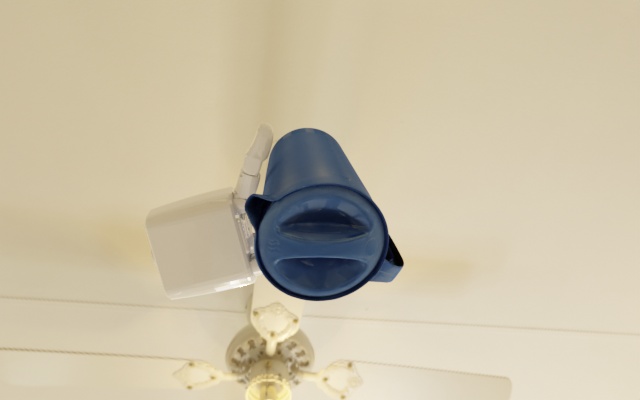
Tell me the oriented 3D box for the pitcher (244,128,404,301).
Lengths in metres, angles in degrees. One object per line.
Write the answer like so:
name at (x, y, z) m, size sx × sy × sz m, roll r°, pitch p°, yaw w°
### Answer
pitcher at (0.000, 0.002, 0.571) m, size 0.145 × 0.149 × 0.242 m, roll -16°, pitch 25°, yaw 2°
